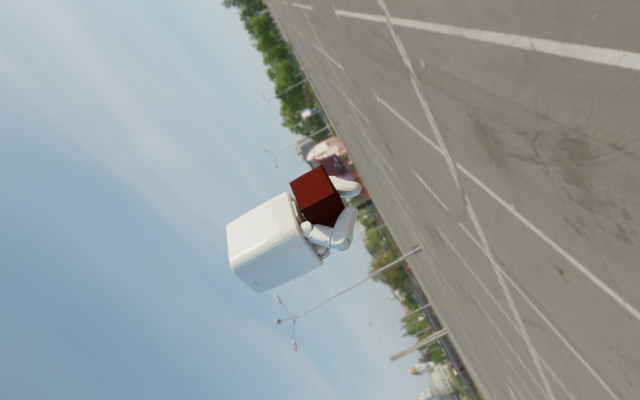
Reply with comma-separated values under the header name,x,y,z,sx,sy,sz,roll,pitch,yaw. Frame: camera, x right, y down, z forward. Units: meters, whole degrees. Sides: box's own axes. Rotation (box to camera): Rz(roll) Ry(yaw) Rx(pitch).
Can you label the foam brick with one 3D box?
name,x,y,z,sx,sy,sz,roll,pitch,yaw
foam brick,0.000,0.002,0.643,0.051,0.053,0.078,-26,-37,5
